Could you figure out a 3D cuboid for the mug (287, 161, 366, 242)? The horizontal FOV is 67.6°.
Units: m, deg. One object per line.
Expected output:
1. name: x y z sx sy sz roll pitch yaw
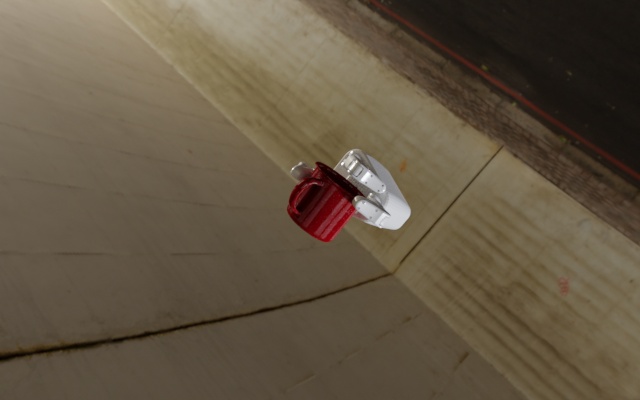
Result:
1. mug: -0.001 0.002 0.666 0.093 0.081 0.117 46 14 32
